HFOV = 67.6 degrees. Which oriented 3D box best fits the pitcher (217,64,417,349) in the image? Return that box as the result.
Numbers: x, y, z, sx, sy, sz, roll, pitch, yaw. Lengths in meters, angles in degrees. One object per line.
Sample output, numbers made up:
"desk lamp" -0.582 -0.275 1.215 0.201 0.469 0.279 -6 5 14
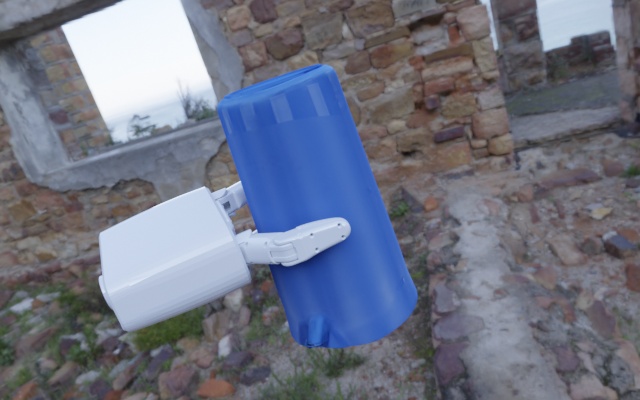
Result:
"pitcher" 0.000 0.002 0.456 0.145 0.243 0.149 -23 18 -14
